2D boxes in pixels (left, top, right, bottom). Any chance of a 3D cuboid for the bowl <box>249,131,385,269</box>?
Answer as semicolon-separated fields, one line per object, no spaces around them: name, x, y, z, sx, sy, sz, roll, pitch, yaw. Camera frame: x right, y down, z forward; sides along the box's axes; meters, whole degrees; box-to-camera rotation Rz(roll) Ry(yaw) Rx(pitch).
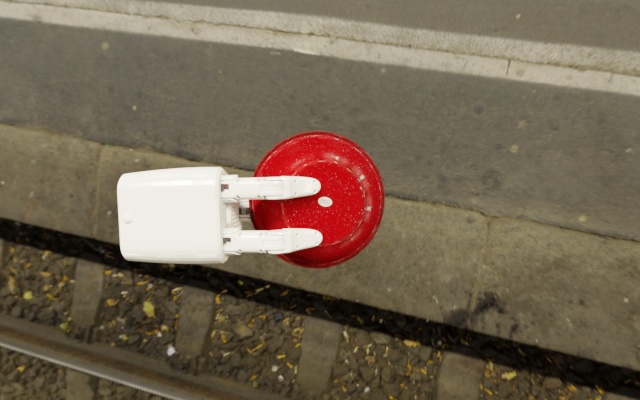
bowl;0.001;0.001;0.535;0.162;0.162;0.055;0;4;-7
